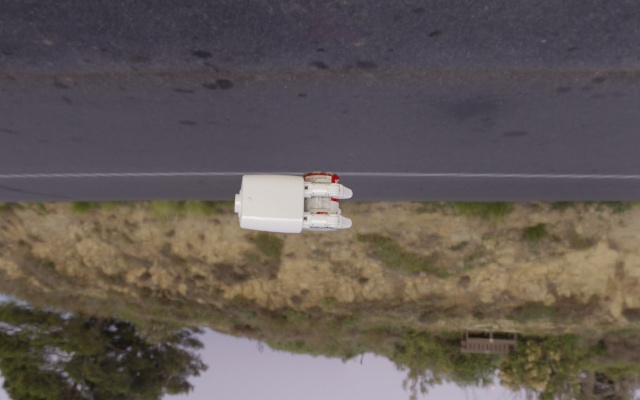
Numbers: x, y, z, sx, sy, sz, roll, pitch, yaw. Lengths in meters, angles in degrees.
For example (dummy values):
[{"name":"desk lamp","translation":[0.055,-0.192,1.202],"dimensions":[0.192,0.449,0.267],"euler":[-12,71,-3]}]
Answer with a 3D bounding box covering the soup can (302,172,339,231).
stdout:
[{"name":"soup can","translation":[0.001,0.003,0.883],"dimensions":[0.068,0.102,0.068],"euler":[2,-8,0]}]
